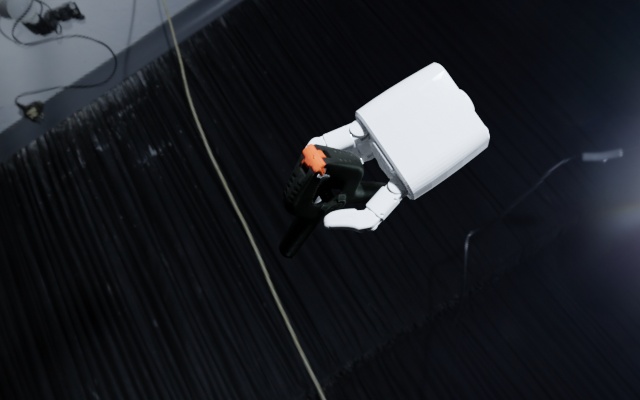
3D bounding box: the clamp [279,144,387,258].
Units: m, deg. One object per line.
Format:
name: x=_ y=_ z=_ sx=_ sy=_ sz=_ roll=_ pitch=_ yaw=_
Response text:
clamp: x=0.001 y=0.002 z=0.541 sx=0.164 sy=0.036 sz=0.210 roll=-34 pitch=-22 yaw=2
